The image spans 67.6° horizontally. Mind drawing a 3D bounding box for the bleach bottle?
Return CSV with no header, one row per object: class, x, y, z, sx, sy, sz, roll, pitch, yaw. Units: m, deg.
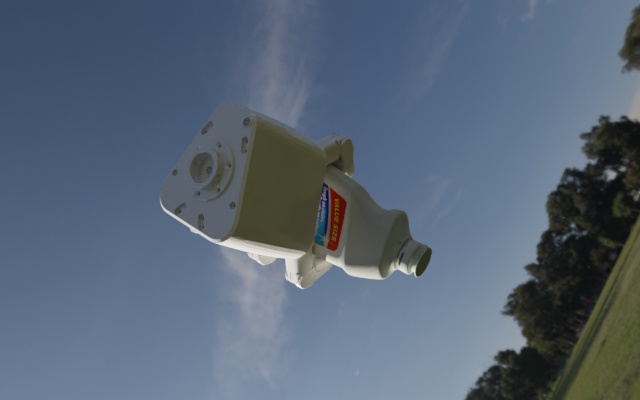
bleach bottle,0.000,0.002,0.491,0.250,0.102,0.068,26,3,32
